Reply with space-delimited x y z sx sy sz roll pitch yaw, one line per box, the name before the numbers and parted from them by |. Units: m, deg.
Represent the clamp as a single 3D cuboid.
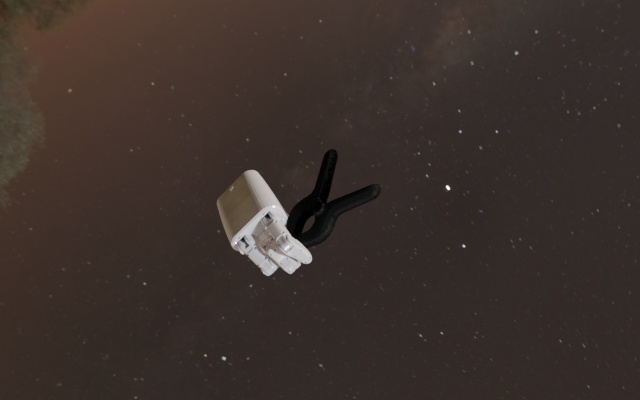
clamp | 0.000 0.003 0.738 0.039 0.171 0.120 39 12 -48
